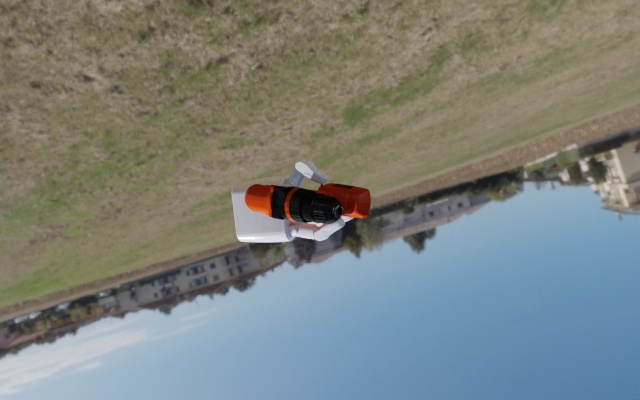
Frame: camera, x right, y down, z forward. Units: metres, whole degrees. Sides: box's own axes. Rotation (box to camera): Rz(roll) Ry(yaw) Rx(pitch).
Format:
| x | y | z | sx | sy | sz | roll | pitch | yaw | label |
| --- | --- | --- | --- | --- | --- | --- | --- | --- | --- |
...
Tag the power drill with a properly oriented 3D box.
| x | y | z | sx | sy | sz | roll | pitch | yaw | label |
| --- | --- | --- | --- | --- | --- | --- | --- | --- | --- |
| 0.000 | 0.003 | 0.773 | 0.184 | 0.057 | 0.187 | 11 | 7 | 39 | power drill |
